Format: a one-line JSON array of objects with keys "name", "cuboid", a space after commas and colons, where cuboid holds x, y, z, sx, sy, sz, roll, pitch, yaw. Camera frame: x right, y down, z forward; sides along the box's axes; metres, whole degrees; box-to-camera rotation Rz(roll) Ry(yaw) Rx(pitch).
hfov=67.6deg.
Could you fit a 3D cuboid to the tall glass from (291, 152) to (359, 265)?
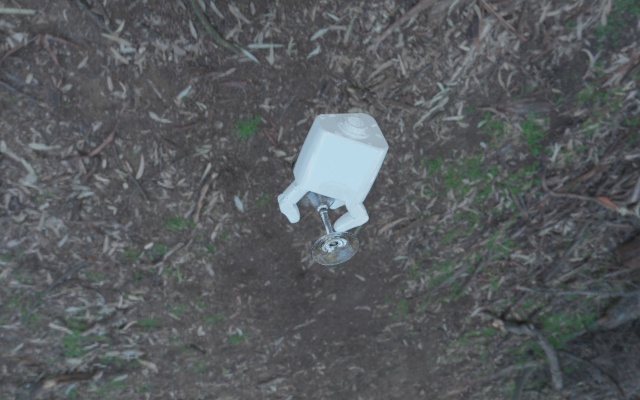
[{"name": "tall glass", "cuboid": [0.000, 0.003, 0.773, 0.079, 0.079, 0.200, 0, 44, -18]}]
